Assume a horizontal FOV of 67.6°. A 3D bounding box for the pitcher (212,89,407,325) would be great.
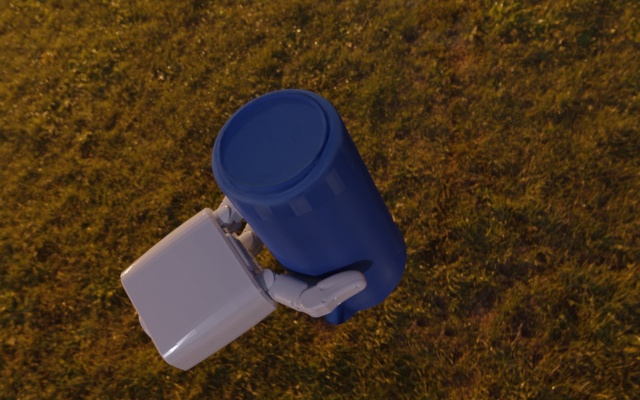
[{"bbox_3d":[0.000,0.002,0.461,0.145,0.149,0.243,-37,-34,-4],"label":"pitcher"}]
